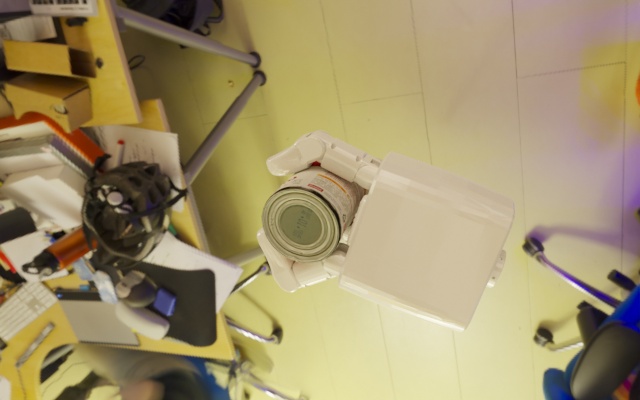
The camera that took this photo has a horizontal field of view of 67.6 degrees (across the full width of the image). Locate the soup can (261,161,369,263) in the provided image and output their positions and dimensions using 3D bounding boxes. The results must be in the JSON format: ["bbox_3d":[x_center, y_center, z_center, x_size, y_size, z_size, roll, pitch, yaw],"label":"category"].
[{"bbox_3d":[0.000,0.001,0.412,0.068,0.068,0.102,0,23,21],"label":"soup can"}]
